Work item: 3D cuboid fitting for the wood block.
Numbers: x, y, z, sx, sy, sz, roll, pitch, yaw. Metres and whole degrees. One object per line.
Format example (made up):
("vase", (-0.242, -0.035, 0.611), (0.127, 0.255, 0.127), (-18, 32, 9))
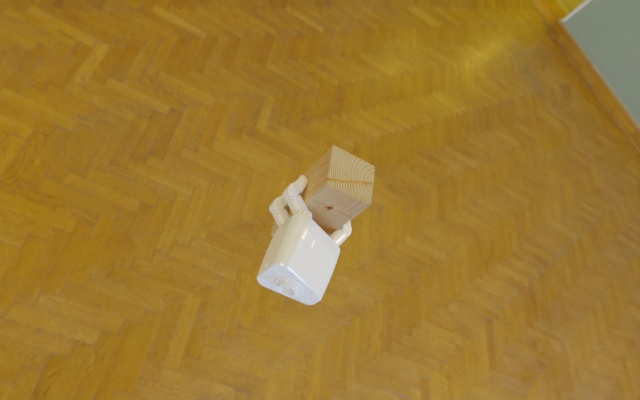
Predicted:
("wood block", (0.000, 0.003, 0.877), (0.091, 0.090, 0.206), (25, -39, -21))
